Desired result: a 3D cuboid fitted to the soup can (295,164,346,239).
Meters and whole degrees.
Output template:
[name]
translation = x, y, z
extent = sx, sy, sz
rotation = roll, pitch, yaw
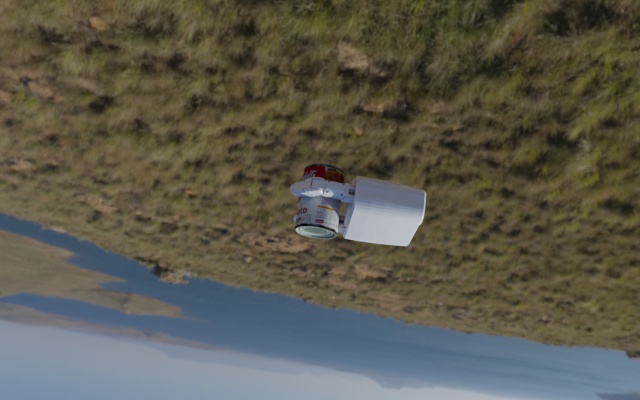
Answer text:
[soup can]
translation = 0.000, 0.003, 0.747
extent = 0.068, 0.102, 0.068
rotation = 8, -19, 3
